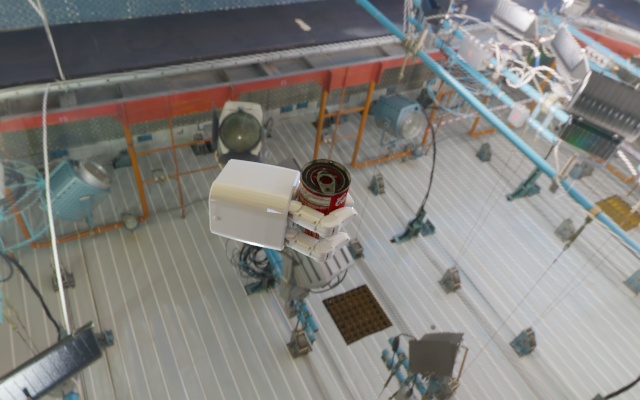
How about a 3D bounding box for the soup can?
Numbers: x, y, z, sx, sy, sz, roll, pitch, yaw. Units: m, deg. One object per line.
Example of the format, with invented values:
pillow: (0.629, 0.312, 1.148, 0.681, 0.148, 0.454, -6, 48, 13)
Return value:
soup can: (0.001, 0.002, 0.665, 0.068, 0.068, 0.102, 0, -43, -11)
